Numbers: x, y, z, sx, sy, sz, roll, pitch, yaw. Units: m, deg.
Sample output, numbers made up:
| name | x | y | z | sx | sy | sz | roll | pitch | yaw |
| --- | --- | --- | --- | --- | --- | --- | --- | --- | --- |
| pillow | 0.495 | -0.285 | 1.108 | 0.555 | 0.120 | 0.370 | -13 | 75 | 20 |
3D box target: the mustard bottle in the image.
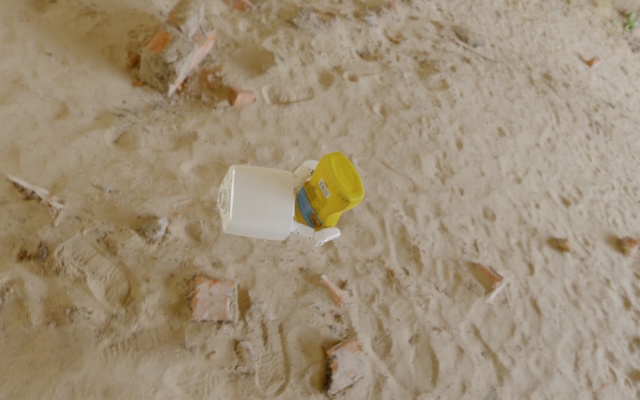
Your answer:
| name | x | y | z | sx | sy | sz | roll | pitch | yaw |
| --- | --- | --- | --- | --- | --- | --- | --- | --- | --- |
| mustard bottle | 0.001 | 0.003 | 0.849 | 0.058 | 0.096 | 0.192 | -17 | -19 | -35 |
